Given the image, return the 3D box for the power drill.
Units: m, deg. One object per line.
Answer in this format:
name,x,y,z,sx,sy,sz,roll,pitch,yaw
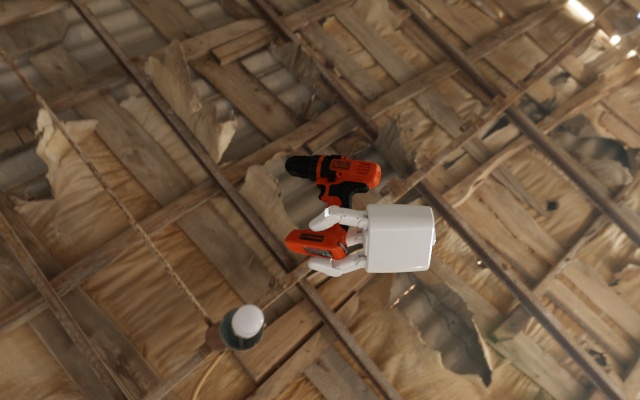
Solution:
power drill,0.000,0.003,0.848,0.184,0.187,0.057,7,-24,23
